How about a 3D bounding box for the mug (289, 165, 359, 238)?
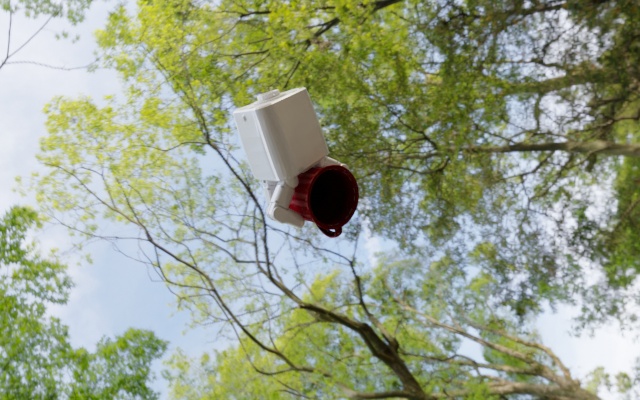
[{"bbox_3d":[0.001,0.004,0.714,0.093,0.117,0.081,-33,24,-28],"label":"mug"}]
